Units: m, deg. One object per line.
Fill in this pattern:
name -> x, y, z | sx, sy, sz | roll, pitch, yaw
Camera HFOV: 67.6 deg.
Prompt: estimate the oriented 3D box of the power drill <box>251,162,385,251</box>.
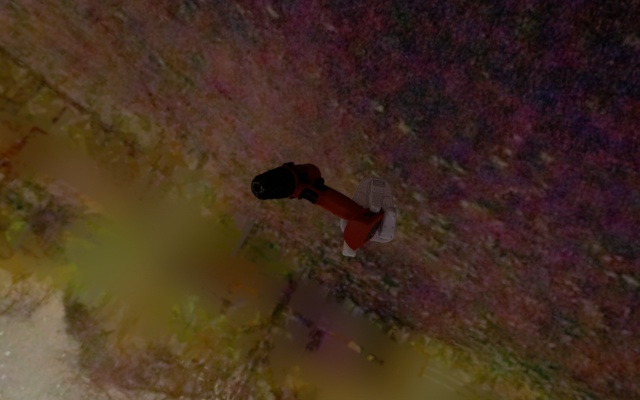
power drill -> 0.001, 0.003, 0.762 | 0.187, 0.057, 0.184 | 34, 23, 17
